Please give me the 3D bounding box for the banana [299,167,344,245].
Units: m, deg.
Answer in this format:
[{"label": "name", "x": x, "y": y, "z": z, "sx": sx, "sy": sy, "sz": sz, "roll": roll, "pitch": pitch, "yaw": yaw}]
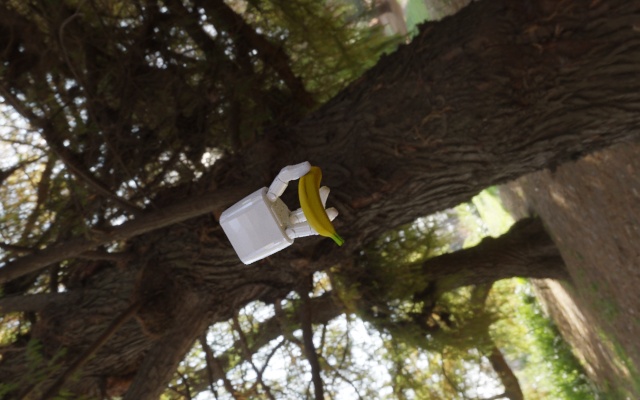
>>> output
[{"label": "banana", "x": -0.010, "y": -0.004, "z": 0.845, "sx": 0.037, "sy": 0.197, "sz": 0.070, "roll": -33, "pitch": -47, "yaw": 18}]
